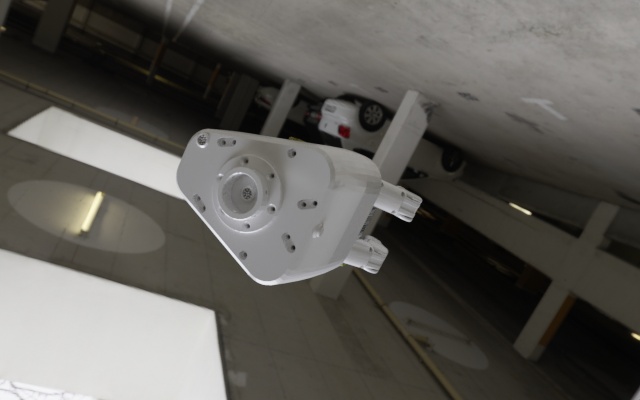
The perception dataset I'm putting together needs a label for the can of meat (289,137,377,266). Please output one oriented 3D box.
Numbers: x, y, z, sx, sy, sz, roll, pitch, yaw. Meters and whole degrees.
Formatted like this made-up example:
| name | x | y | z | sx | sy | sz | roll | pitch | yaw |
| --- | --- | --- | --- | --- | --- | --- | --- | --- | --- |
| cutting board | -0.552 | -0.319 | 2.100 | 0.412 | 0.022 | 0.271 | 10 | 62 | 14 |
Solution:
| name | x | y | z | sx | sy | sz | roll | pitch | yaw |
| --- | --- | --- | --- | --- | --- | --- | --- | --- | --- |
| can of meat | 0.000 | 0.002 | 0.445 | 0.102 | 0.084 | 0.057 | 30 | 9 | 16 |
